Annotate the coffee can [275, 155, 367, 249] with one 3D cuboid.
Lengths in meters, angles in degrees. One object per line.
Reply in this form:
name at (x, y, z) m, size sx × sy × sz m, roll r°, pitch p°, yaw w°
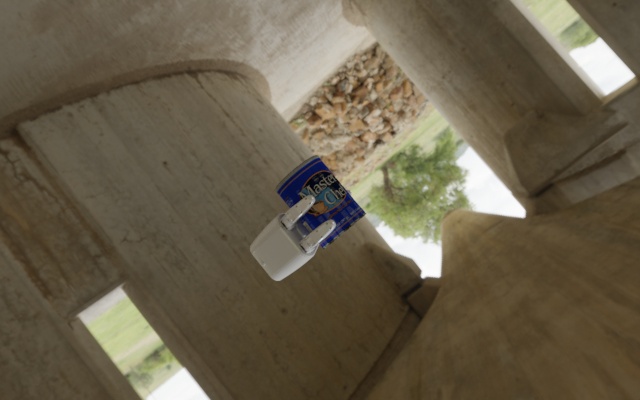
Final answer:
coffee can at (0.000, 0.003, 0.870) m, size 0.103 × 0.140 × 0.103 m, roll -39°, pitch -4°, yaw -4°
